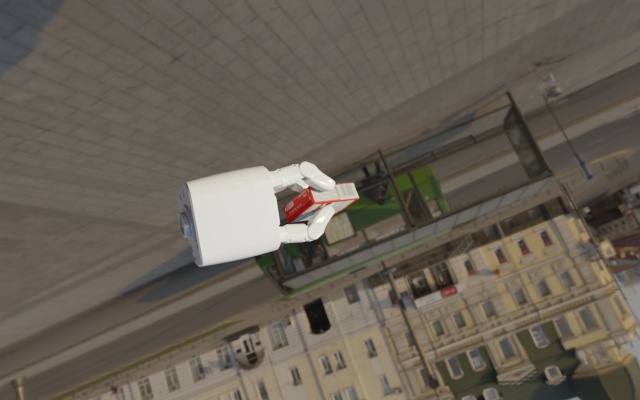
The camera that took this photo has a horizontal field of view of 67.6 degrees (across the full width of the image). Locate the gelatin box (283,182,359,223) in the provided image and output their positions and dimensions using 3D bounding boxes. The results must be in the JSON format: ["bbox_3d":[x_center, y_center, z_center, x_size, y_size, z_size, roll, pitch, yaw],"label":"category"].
[{"bbox_3d":[0.001,0.003,0.707,0.089,0.030,0.073,-6,-20,-38],"label":"gelatin box"}]
